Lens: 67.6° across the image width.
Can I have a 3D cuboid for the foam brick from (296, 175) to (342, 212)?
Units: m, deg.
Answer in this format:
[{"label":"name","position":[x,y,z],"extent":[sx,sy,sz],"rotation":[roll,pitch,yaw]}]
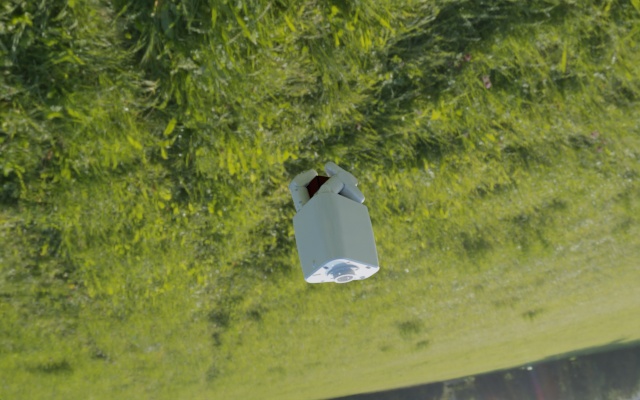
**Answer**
[{"label":"foam brick","position":[0.000,0.003,0.777],"extent":[0.053,0.051,0.078],"rotation":[7,-33,-31]}]
